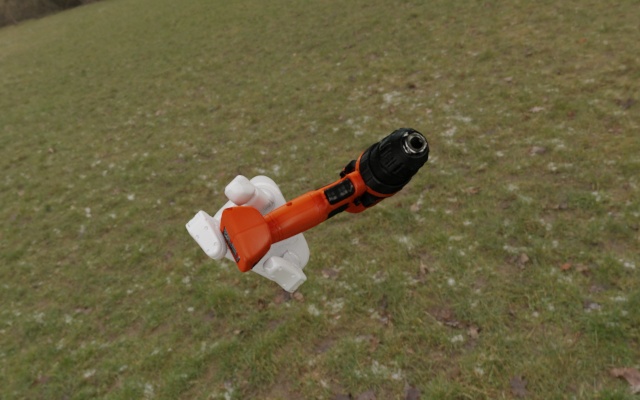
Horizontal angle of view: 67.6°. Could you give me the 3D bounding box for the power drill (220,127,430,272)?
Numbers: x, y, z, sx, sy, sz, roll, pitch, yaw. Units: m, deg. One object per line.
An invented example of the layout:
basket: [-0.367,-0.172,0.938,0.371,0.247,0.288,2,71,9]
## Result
power drill: [0.000,0.002,0.461,0.187,0.057,0.184,-23,-9,-18]
